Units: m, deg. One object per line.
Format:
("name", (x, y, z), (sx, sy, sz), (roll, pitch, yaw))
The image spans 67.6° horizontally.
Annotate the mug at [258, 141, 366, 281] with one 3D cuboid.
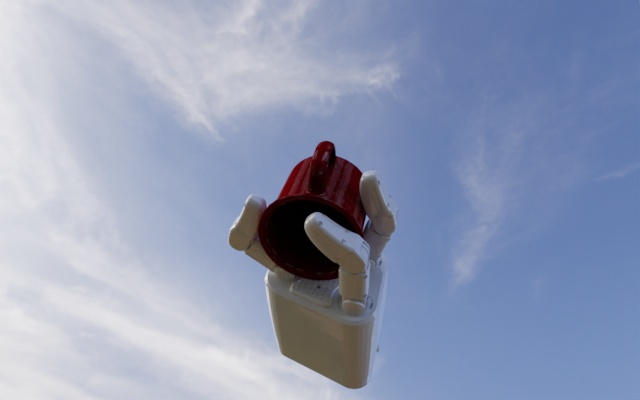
("mug", (0.000, 0.000, 0.425), (0.093, 0.117, 0.081), (7, 36, 10))
